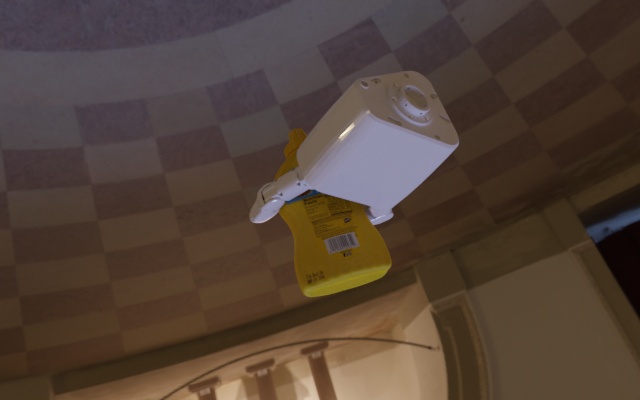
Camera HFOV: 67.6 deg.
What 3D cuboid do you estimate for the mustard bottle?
[{"bbox_3d":[0.000,0.002,0.521,0.096,0.191,0.058,-14,-25,-13],"label":"mustard bottle"}]
